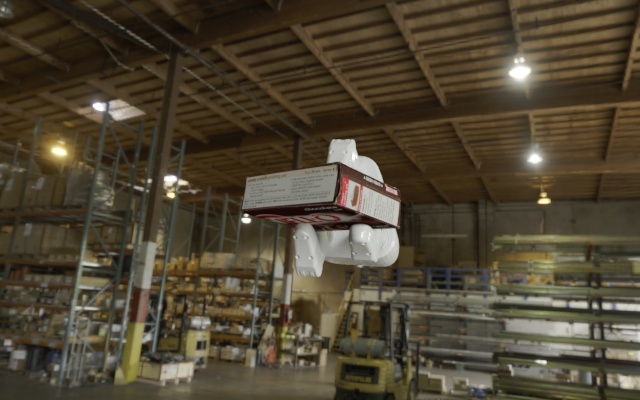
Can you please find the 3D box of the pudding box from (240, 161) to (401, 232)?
[{"bbox_3d":[0.000,0.001,0.420,0.113,0.039,0.090,-8,-18,41],"label":"pudding box"}]
